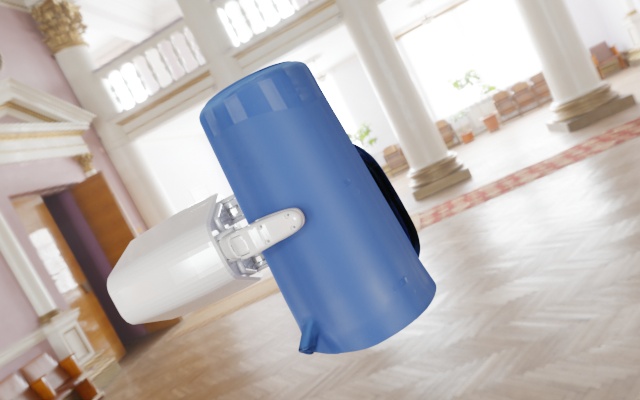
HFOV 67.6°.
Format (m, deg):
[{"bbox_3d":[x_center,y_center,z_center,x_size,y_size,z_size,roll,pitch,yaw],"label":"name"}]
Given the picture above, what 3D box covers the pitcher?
[{"bbox_3d":[0.000,0.002,0.440,0.145,0.243,0.149,-27,6,4],"label":"pitcher"}]
